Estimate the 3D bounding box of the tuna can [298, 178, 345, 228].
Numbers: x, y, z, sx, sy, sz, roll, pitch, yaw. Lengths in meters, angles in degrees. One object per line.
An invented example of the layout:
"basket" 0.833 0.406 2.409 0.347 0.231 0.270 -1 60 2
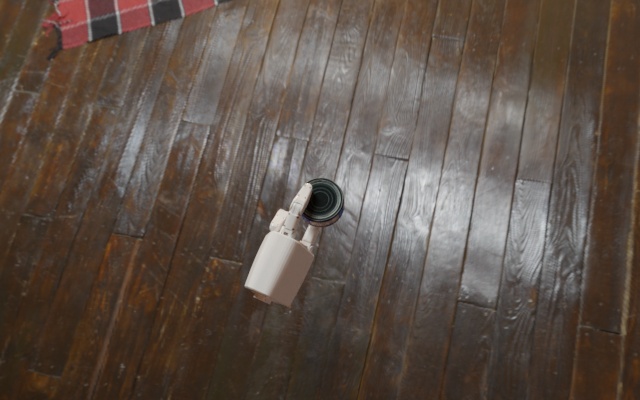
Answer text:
"tuna can" 0.000 0.003 0.856 0.086 0.086 0.034 0 -20 5
